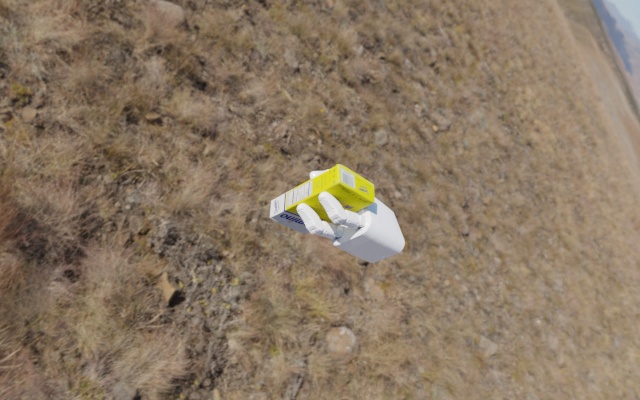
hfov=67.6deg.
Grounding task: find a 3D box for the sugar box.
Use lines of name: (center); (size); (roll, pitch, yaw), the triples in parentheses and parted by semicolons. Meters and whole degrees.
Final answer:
sugar box: (0.000, 0.003, 0.854); (0.093, 0.048, 0.176); (28, -43, -36)
